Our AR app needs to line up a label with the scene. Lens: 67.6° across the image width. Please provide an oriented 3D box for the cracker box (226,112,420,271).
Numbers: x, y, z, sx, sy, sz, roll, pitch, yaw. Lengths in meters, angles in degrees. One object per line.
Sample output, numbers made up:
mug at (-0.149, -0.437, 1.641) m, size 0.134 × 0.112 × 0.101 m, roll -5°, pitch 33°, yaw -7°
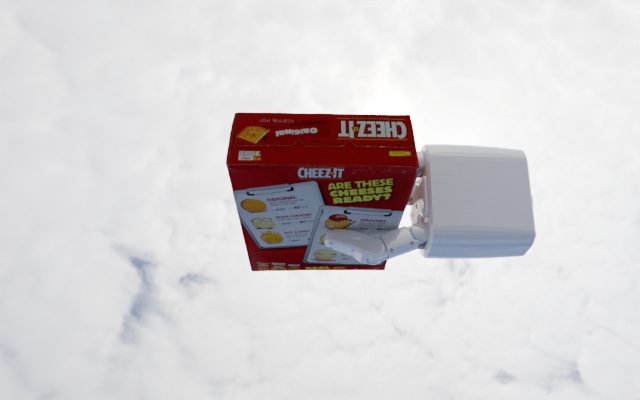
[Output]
cracker box at (0.000, 0.002, 0.502) m, size 0.164 × 0.072 × 0.214 m, roll 0°, pitch -33°, yaw -1°
